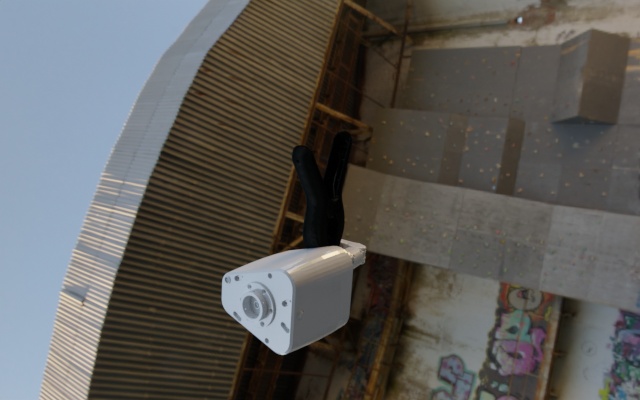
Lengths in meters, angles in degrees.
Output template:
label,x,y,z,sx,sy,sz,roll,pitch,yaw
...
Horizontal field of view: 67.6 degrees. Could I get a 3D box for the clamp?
label,x,y,z,sx,sy,sz,roll,pitch,yaw
clamp,0.000,0.002,0.578,0.039,0.171,0.120,8,11,34
